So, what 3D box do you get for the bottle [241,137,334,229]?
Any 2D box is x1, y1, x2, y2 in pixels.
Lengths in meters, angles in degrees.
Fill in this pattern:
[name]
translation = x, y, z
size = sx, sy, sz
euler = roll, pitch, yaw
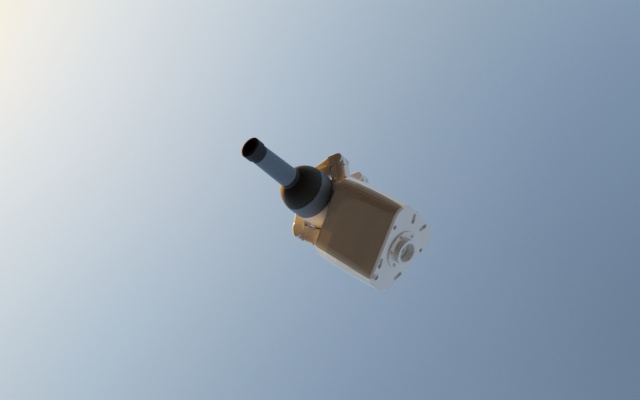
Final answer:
[bottle]
translation = 0.000, 0.002, 0.665
size = 0.069, 0.069, 0.296
euler = 0, -26, 40
